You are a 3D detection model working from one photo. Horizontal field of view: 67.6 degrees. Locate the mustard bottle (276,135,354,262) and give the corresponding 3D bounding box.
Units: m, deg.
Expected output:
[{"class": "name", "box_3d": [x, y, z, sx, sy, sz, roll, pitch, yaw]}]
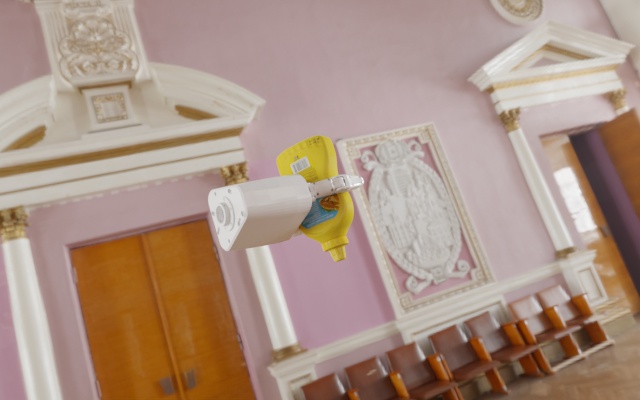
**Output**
[{"class": "mustard bottle", "box_3d": [0.000, 0.002, 0.746, 0.096, 0.191, 0.058, -25, -13, 27]}]
